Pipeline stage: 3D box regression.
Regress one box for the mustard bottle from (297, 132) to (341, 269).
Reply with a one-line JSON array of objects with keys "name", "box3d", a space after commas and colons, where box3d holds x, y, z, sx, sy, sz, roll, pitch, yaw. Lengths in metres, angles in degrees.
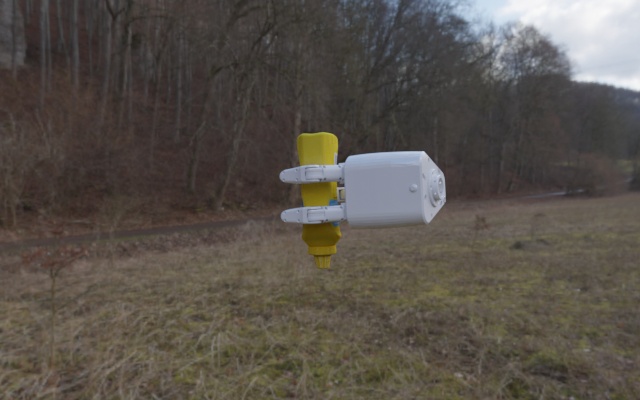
[{"name": "mustard bottle", "box3d": [0.000, 0.002, 0.692, 0.058, 0.191, 0.096, -3, 0, 7]}]
